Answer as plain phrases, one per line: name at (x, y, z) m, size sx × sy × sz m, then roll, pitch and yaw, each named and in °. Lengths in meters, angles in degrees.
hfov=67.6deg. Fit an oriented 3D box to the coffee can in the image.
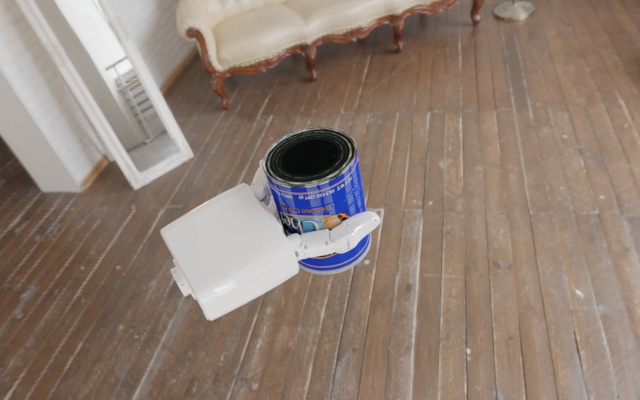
coffee can at (0.000, 0.002, 0.550) m, size 0.103 × 0.140 × 0.102 m, roll -8°, pitch 42°, yaw 7°
